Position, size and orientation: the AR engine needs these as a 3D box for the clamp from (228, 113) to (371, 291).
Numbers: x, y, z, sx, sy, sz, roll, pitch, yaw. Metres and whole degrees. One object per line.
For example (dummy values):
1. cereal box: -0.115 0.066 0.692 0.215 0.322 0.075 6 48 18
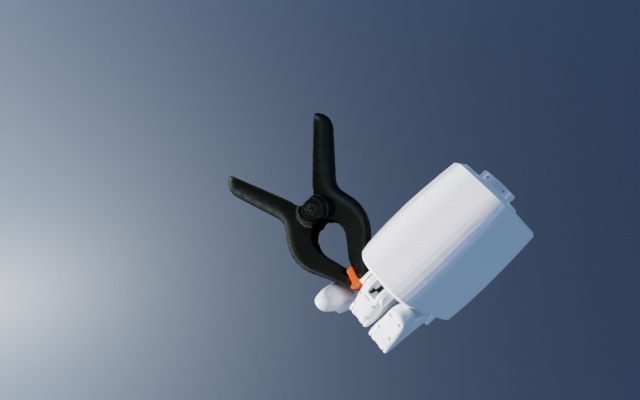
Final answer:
1. clamp: 0.000 0.002 0.447 0.120 0.171 0.039 -45 -19 10
